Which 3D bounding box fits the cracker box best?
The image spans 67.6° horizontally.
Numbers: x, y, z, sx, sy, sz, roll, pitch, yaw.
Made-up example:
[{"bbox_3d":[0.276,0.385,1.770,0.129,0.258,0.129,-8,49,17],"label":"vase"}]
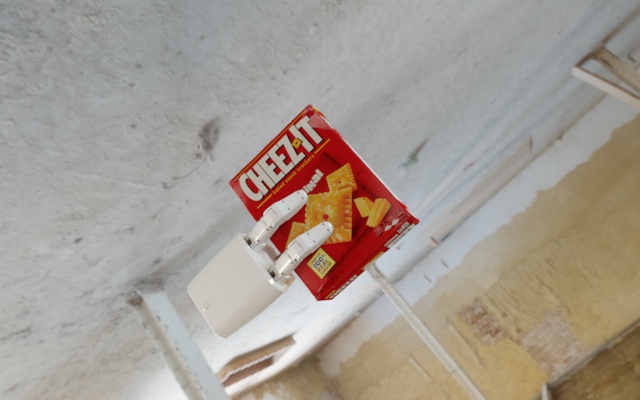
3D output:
[{"bbox_3d":[0.000,0.002,0.648,0.164,0.213,0.072,-43,-20,8],"label":"cracker box"}]
